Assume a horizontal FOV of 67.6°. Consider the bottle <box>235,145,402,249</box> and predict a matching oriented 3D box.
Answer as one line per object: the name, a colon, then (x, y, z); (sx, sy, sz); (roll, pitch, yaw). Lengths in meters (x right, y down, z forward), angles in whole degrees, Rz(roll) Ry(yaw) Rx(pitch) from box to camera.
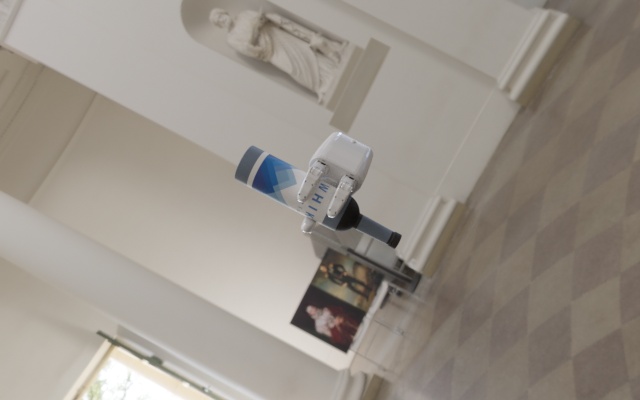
bottle: (0.000, 0.003, 0.809); (0.295, 0.069, 0.069); (27, 1, 3)
